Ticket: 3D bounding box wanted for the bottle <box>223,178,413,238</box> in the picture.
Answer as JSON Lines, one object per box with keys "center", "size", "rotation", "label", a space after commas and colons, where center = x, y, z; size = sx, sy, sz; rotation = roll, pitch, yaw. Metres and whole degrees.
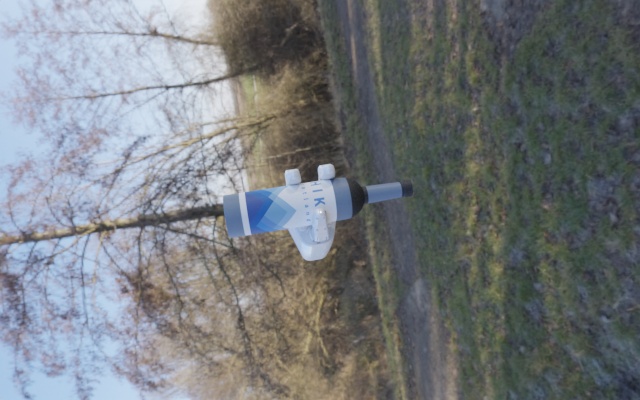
{"center": [0.000, 0.002, 0.750], "size": [0.296, 0.069, 0.069], "rotation": [-9, 1, -7], "label": "bottle"}
